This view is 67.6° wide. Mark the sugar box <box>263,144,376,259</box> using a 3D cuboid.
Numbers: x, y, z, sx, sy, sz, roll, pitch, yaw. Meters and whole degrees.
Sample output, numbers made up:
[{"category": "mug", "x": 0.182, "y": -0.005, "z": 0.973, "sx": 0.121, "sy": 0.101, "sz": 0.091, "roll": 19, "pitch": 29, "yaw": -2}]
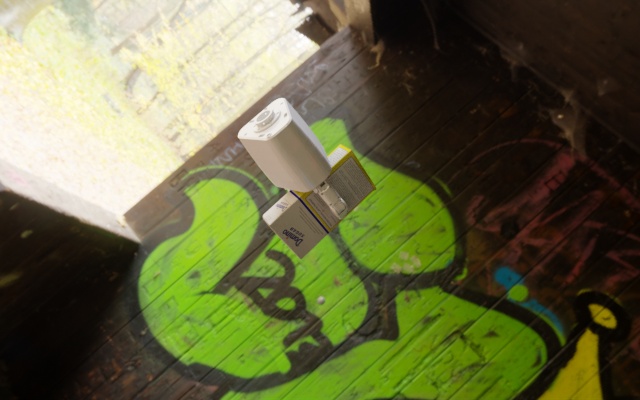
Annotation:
[{"category": "sugar box", "x": 0.000, "y": 0.002, "z": 0.777, "sx": 0.176, "sy": 0.093, "sz": 0.048, "roll": -41, "pitch": 33, "yaw": -4}]
